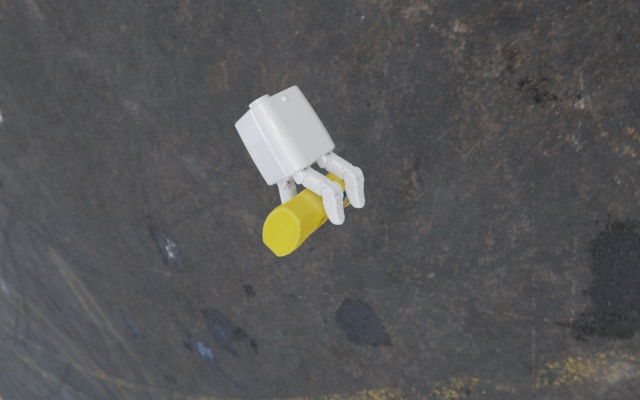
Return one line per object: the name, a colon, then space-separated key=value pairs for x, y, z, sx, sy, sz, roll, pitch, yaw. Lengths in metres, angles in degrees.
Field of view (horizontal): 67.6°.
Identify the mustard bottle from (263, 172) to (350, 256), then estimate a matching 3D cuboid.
mustard bottle: x=0.000 y=0.003 z=0.709 sx=0.191 sy=0.058 sz=0.096 roll=-38 pitch=-15 yaw=-42
